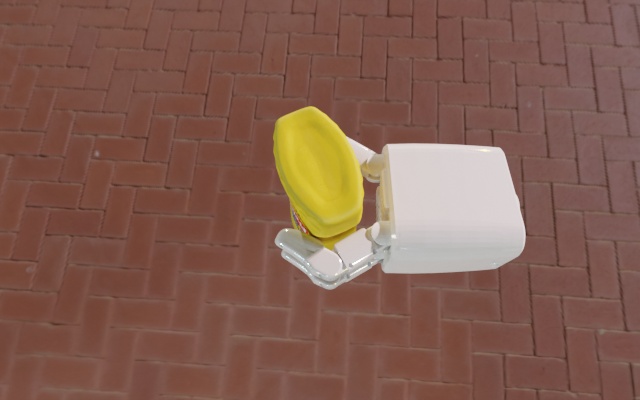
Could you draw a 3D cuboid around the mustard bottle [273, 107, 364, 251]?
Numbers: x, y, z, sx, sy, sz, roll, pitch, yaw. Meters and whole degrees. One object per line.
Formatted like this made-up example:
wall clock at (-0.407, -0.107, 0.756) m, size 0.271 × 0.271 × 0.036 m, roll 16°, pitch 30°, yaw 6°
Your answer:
mustard bottle at (0.000, 0.001, 0.433) m, size 0.058 × 0.096 × 0.192 m, roll -24°, pitch -17°, yaw -6°
